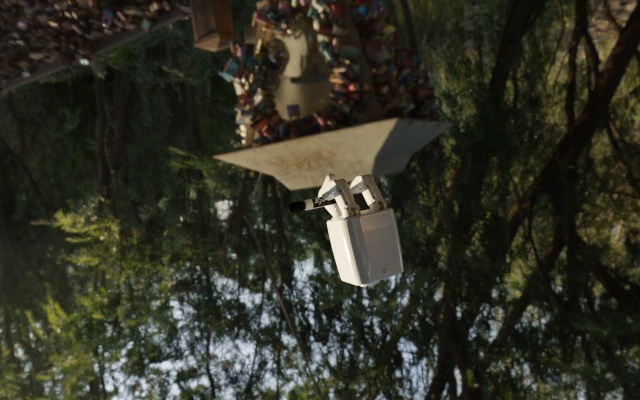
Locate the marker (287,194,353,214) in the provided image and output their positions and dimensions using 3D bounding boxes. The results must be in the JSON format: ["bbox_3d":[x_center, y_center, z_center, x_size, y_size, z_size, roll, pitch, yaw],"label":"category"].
[{"bbox_3d":[0.000,0.003,0.795,0.121,0.020,0.020,-12,6,-30],"label":"marker"}]
